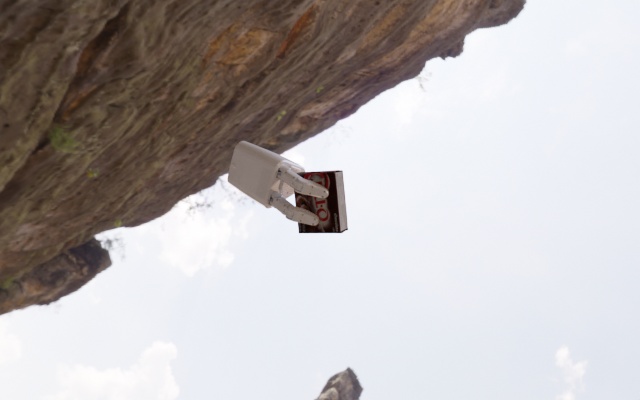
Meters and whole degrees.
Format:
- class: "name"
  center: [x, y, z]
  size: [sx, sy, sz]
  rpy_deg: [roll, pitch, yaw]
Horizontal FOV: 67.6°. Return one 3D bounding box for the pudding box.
- class: "pudding box"
  center: [0.000, 0.003, 0.867]
  size: [0.090, 0.113, 0.039]
  rpy_deg: [-2, 9, 32]
